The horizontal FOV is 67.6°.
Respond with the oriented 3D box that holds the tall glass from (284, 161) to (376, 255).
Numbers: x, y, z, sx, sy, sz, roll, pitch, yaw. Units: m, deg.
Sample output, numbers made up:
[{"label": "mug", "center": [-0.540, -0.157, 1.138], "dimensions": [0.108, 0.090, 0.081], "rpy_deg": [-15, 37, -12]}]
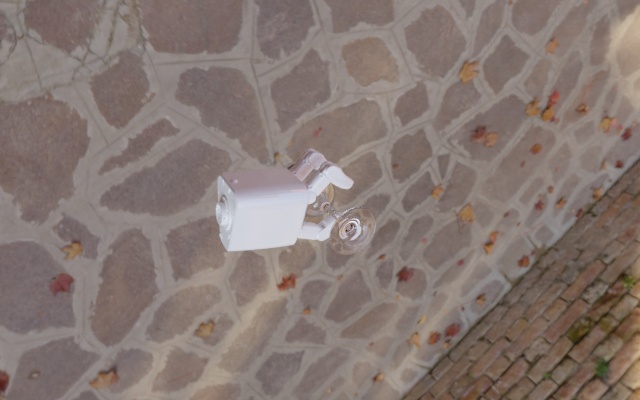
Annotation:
[{"label": "tall glass", "center": [0.001, 0.003, 0.740], "dimensions": [0.079, 0.079, 0.201], "rpy_deg": [0, 24, -30]}]
